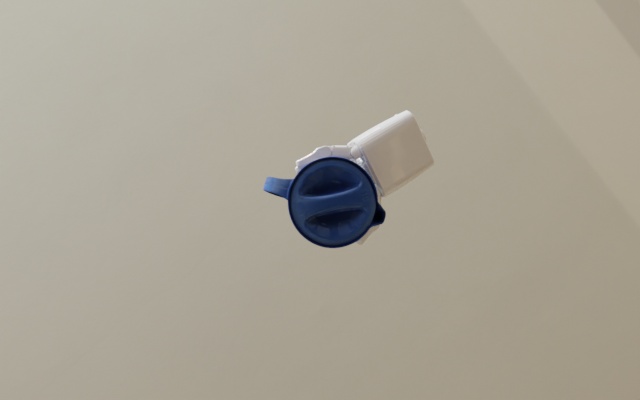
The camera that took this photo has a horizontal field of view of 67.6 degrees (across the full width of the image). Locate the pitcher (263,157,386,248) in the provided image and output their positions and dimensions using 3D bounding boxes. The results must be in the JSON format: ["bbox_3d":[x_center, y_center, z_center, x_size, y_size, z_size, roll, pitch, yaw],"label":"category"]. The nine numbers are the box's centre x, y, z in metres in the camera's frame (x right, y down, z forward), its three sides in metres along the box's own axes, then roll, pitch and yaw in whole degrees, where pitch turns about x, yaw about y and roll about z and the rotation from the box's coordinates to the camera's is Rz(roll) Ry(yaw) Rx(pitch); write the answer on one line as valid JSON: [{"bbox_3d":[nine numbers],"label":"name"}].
[{"bbox_3d":[0.000,0.003,0.805,0.145,0.149,0.243,-30,1,-5],"label":"pitcher"}]
